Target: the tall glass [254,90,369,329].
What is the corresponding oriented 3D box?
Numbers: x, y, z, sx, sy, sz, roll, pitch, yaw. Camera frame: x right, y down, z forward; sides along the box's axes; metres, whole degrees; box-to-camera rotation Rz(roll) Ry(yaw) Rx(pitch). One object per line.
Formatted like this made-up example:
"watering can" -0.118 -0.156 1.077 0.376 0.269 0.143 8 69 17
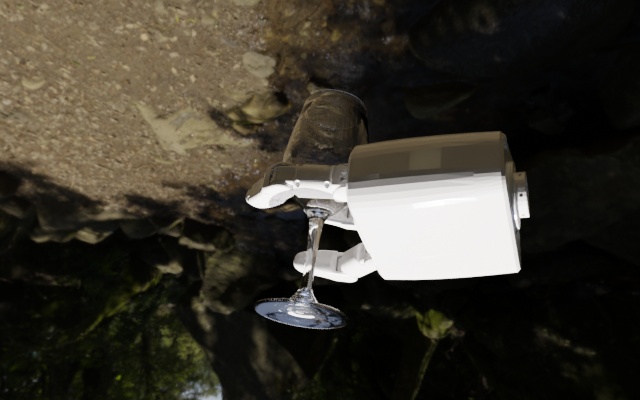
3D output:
"tall glass" 0.000 0.002 0.412 0.079 0.201 0.079 7 -27 4
